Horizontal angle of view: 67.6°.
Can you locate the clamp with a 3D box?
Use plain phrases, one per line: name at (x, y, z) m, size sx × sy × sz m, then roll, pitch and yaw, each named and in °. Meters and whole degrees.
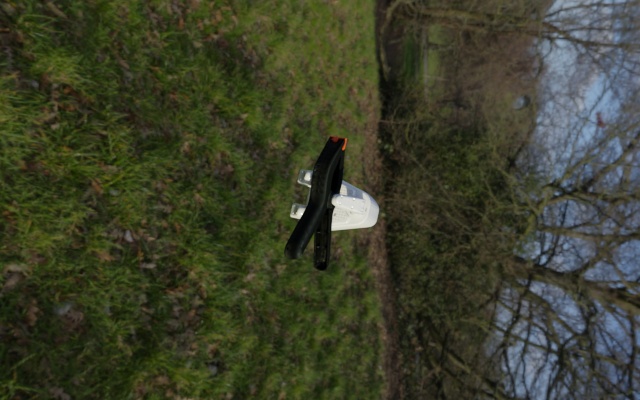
clamp at (0.001, 0.002, 0.708) m, size 0.036 × 0.210 × 0.164 m, roll 11°, pitch -4°, yaw 17°
